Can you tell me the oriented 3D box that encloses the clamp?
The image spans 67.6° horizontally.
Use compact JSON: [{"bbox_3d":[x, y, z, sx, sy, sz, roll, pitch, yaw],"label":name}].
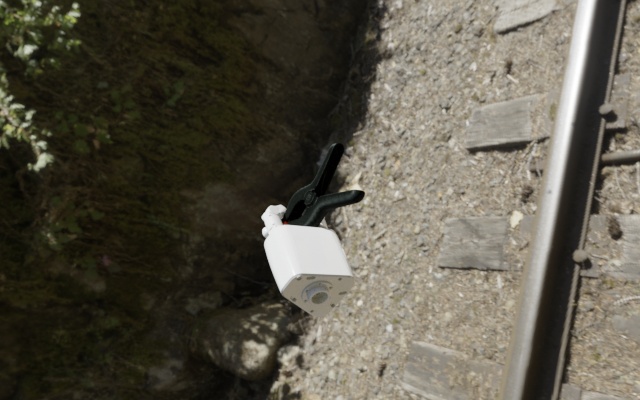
[{"bbox_3d":[0.000,0.002,0.758,0.039,0.171,0.120,23,25,-34],"label":"clamp"}]
